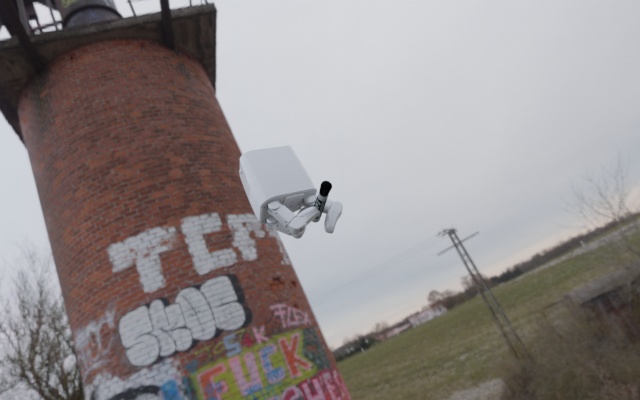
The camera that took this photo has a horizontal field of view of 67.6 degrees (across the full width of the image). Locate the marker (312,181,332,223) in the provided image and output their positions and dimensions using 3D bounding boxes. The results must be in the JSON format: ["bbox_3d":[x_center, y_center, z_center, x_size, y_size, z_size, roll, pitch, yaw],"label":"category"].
[{"bbox_3d":[0.000,0.003,0.802,0.020,0.020,0.121,0,-29,-11],"label":"marker"}]
